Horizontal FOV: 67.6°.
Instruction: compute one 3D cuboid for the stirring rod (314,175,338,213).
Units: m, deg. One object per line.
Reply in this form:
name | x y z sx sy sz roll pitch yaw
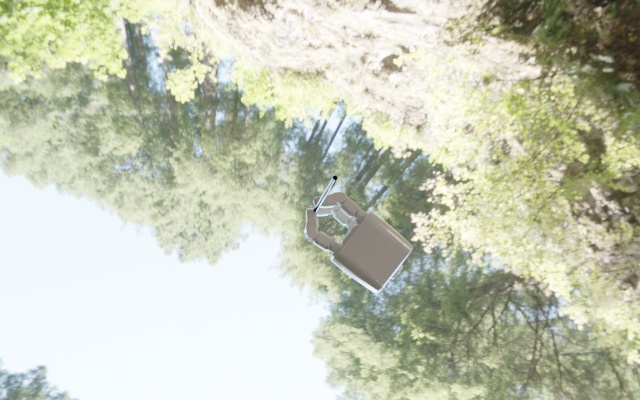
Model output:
stirring rod | 0.000 0.003 0.840 0.011 0.011 0.240 0 -18 -11
